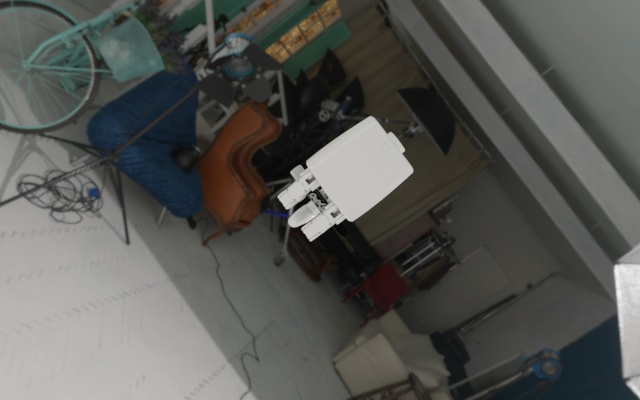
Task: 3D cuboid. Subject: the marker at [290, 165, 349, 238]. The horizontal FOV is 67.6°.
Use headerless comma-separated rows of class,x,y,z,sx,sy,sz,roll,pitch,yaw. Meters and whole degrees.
marker,0.000,0.002,0.683,0.020,0.121,0.020,-37,-3,-2
